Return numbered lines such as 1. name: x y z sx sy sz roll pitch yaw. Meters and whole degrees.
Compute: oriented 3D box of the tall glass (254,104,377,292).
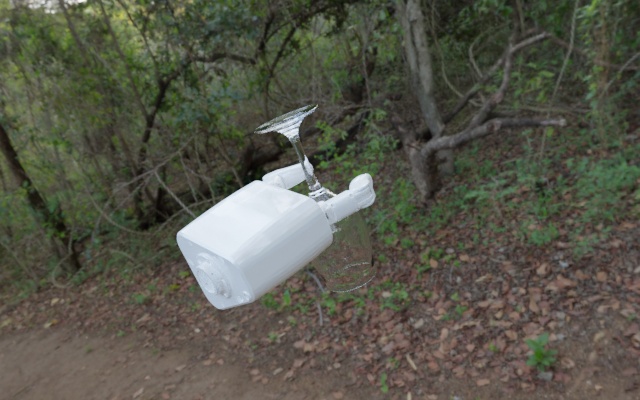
1. tall glass: 0.000 0.001 0.529 0.079 0.201 0.079 -21 17 7
